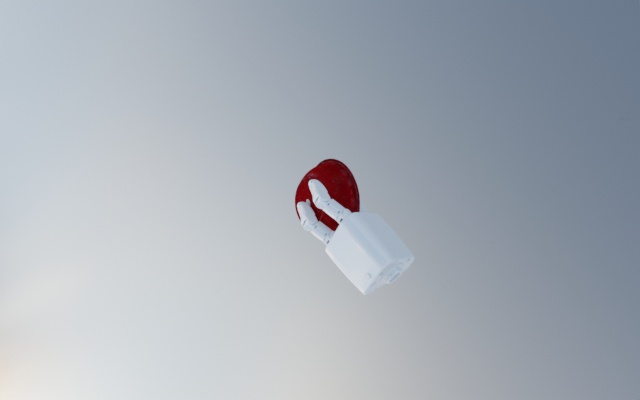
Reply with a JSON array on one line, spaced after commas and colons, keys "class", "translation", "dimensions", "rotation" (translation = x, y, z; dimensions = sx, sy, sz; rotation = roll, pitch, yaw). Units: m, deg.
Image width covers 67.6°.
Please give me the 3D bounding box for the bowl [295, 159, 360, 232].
[{"class": "bowl", "translation": [-0.001, 0.002, 0.885], "dimensions": [0.055, 0.162, 0.162], "rotation": [-3, 2, -37]}]
